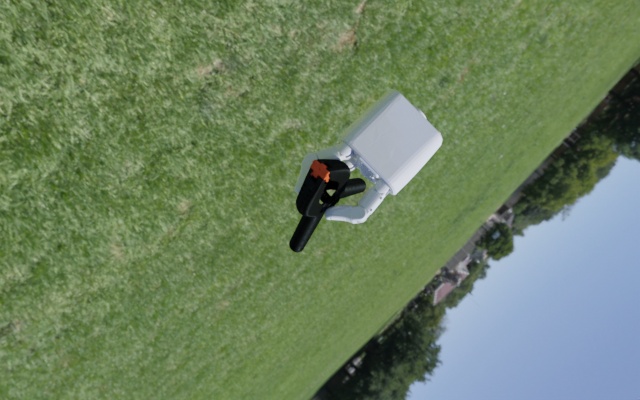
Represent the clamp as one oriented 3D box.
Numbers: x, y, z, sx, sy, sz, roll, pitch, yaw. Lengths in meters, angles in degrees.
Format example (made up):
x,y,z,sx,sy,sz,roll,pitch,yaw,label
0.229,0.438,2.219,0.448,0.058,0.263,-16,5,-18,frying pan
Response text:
x,y,z,sx,sy,sz,roll,pitch,yaw,label
0.001,0.003,0.699,0.036,0.164,0.210,42,-5,16,clamp
